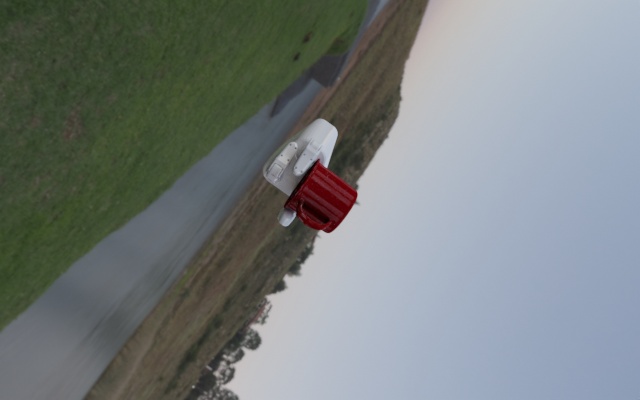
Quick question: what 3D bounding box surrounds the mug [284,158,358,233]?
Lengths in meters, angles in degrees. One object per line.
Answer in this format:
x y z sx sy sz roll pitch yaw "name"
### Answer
0.000 0.003 0.720 0.081 0.093 0.117 36 33 -7 "mug"
